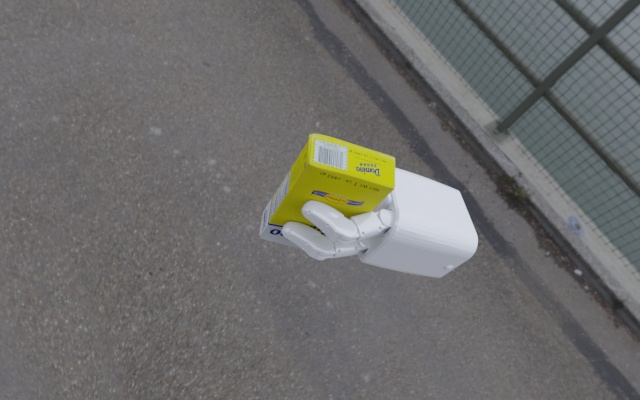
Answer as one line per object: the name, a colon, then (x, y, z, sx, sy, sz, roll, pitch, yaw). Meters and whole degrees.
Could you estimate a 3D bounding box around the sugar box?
sugar box: (0.000, 0.002, 0.529, 0.093, 0.048, 0.176, 15, -35, -15)
